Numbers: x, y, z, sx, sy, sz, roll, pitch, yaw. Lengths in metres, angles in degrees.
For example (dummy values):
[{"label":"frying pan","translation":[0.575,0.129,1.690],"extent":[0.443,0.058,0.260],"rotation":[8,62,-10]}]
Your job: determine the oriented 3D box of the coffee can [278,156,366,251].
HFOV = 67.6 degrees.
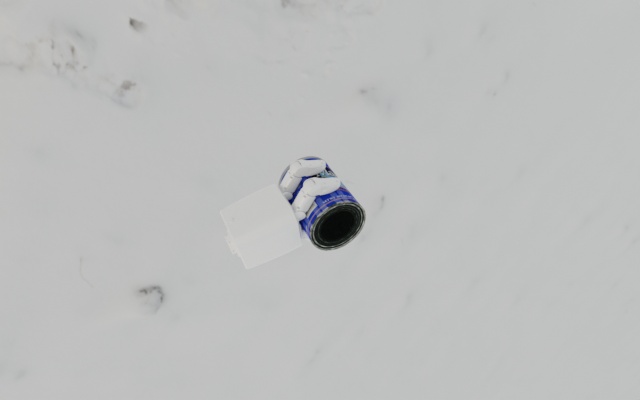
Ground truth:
[{"label":"coffee can","translation":[0.000,0.003,0.826],"extent":[0.103,0.103,0.140],"rotation":[0,35,-32]}]
